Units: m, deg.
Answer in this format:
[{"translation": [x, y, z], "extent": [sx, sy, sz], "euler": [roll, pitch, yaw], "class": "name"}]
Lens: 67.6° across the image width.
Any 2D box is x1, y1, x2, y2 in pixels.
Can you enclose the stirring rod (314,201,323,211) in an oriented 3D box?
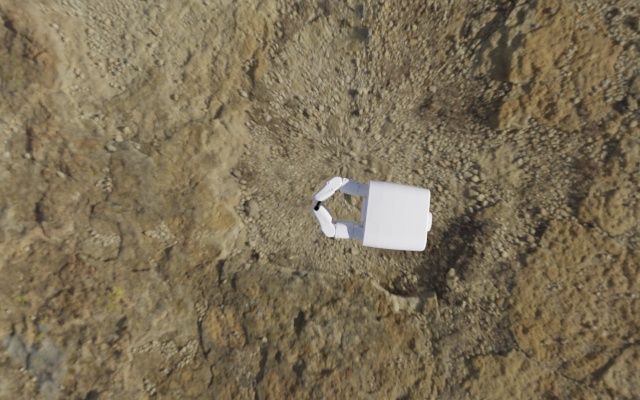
[{"translation": [0.000, 0.003, 0.842], "extent": [0.011, 0.011, 0.239], "euler": [0, 5, 3], "class": "stirring rod"}]
